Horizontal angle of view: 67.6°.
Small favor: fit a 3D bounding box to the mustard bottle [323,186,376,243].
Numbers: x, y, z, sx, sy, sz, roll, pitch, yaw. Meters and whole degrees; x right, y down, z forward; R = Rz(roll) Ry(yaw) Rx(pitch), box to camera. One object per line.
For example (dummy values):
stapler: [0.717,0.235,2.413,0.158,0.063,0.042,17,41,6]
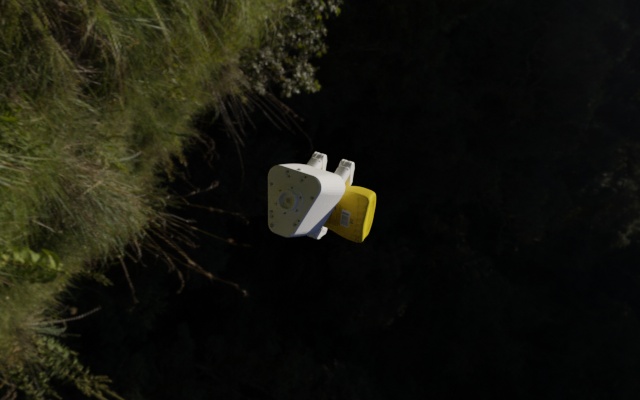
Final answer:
mustard bottle: [0.001,0.003,0.863,0.191,0.096,0.058,19,33,19]
